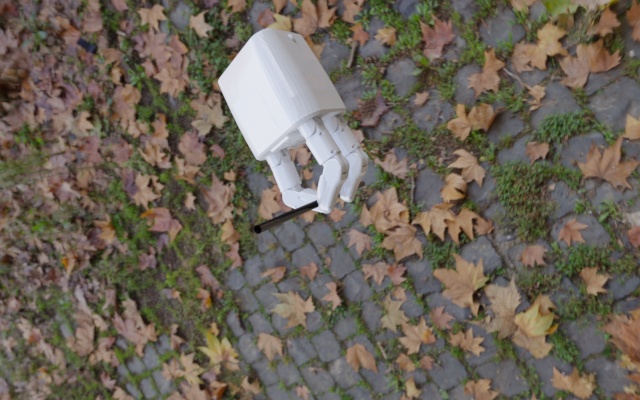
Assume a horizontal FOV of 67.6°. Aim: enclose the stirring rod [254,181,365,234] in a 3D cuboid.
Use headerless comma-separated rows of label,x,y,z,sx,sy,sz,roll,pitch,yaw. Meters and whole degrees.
stirring rod,0.000,0.002,0.519,0.011,0.011,0.239,0,11,28
